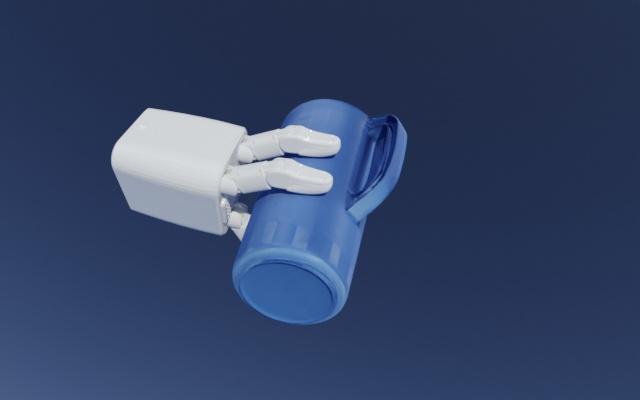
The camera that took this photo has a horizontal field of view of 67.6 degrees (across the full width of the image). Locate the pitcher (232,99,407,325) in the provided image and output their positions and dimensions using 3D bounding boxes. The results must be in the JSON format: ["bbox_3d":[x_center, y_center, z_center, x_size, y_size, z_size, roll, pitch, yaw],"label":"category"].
[{"bbox_3d":[0.000,0.002,0.510,0.145,0.149,0.242,15,42,0],"label":"pitcher"}]
